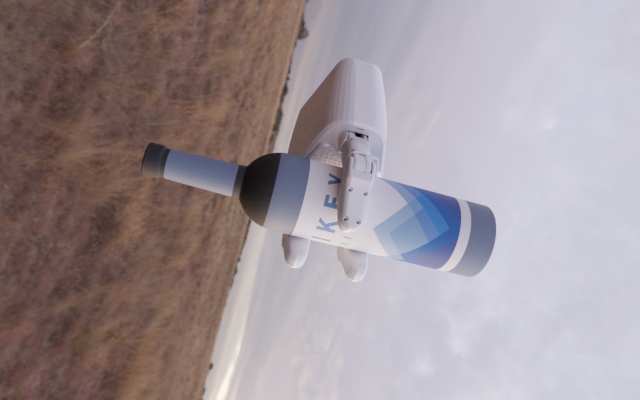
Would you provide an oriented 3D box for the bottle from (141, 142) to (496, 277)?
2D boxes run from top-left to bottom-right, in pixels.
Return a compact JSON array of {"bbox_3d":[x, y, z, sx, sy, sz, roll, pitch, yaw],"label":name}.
[{"bbox_3d":[0.000,0.001,0.409,0.296,0.069,0.069,14,-2,-9],"label":"bottle"}]
